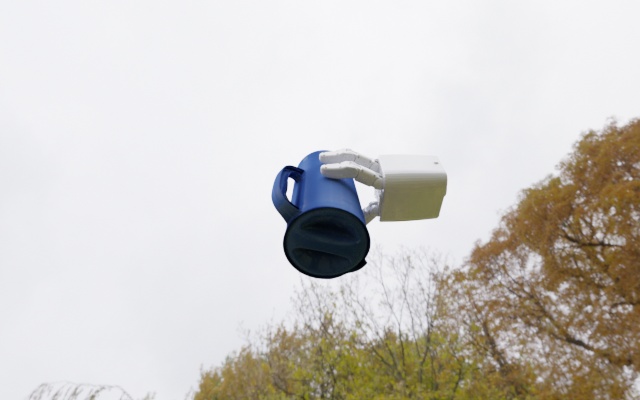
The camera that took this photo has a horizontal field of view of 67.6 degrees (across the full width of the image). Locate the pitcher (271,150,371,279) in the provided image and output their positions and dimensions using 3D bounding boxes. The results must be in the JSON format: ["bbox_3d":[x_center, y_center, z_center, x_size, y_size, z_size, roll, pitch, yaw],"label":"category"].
[{"bbox_3d":[0.000,0.003,0.810,0.145,0.149,0.242,-4,31,1],"label":"pitcher"}]
